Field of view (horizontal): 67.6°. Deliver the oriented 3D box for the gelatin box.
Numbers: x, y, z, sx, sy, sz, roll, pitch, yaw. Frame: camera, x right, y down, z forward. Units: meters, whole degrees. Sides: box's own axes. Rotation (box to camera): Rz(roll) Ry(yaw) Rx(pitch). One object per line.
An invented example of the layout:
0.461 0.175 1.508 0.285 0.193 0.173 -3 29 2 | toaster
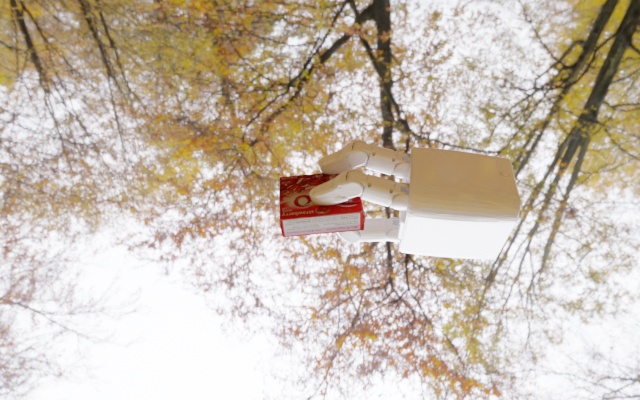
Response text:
0.000 0.002 0.521 0.089 0.030 0.073 -6 40 0 | gelatin box
